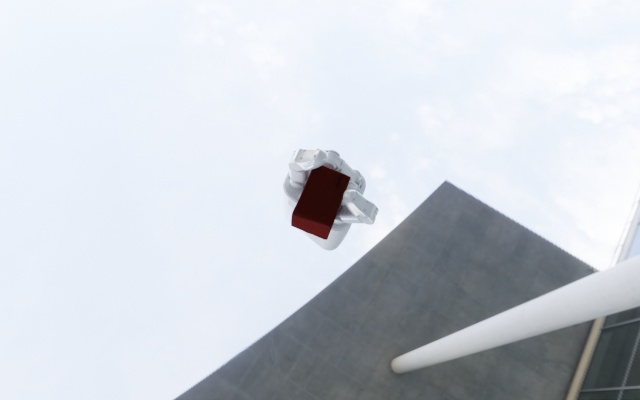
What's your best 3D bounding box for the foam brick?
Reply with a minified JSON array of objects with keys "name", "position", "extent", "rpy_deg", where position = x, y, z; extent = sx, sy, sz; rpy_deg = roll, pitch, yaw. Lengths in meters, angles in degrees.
[{"name":"foam brick","position":[0.000,0.002,0.615],"extent":[0.053,0.078,0.051],"rpy_deg":[22,-24,3]}]
